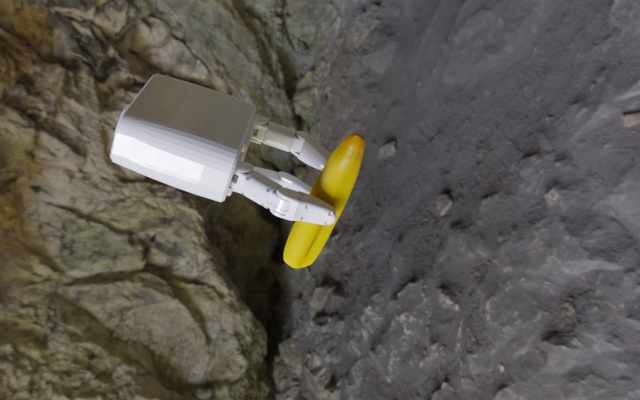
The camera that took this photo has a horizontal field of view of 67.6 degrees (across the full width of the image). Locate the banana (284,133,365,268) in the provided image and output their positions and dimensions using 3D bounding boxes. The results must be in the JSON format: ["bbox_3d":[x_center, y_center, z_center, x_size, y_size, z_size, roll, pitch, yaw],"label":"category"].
[{"bbox_3d":[-0.005,0.017,0.490,0.037,0.069,0.198,21,-42,-6],"label":"banana"}]
